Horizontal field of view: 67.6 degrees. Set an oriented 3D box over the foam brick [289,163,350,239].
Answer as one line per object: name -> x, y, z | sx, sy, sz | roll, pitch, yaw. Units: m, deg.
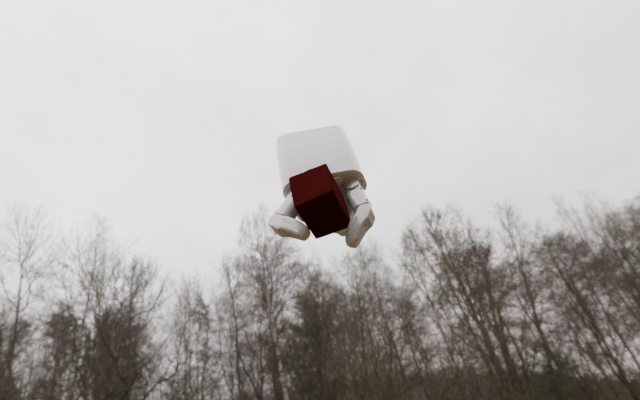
foam brick -> 0.000, 0.002, 0.606 | 0.053, 0.051, 0.078 | -20, -41, 8
